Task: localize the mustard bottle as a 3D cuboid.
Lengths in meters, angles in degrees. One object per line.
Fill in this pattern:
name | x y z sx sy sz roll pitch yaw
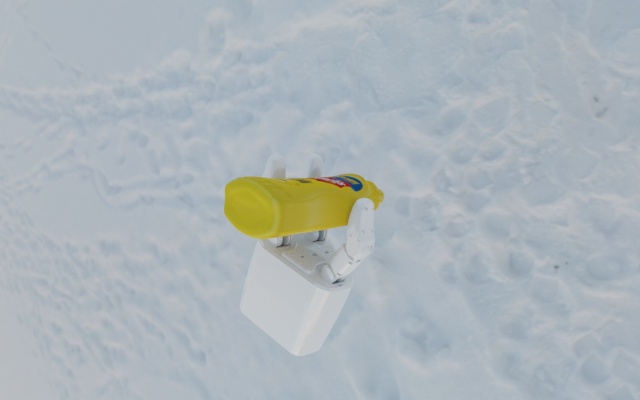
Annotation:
mustard bottle | 0.000 0.001 0.517 0.191 0.058 0.096 -4 12 -42
